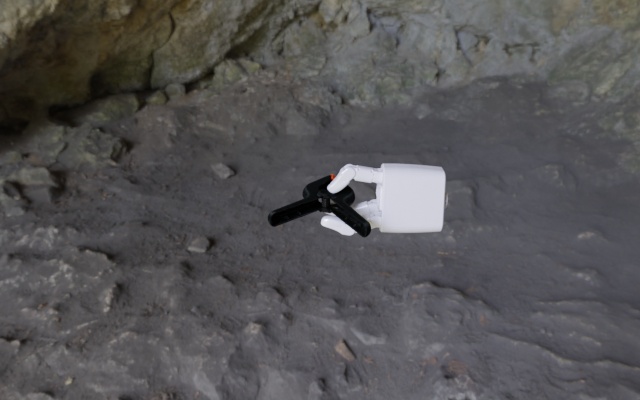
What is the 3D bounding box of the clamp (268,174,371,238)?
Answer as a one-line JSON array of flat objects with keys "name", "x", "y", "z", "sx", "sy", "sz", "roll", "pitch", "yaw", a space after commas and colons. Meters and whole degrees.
[{"name": "clamp", "x": 0.000, "y": 0.002, "z": 0.832, "sx": 0.164, "sy": 0.036, "sz": 0.210, "roll": 5, "pitch": 24, "yaw": 0}]
